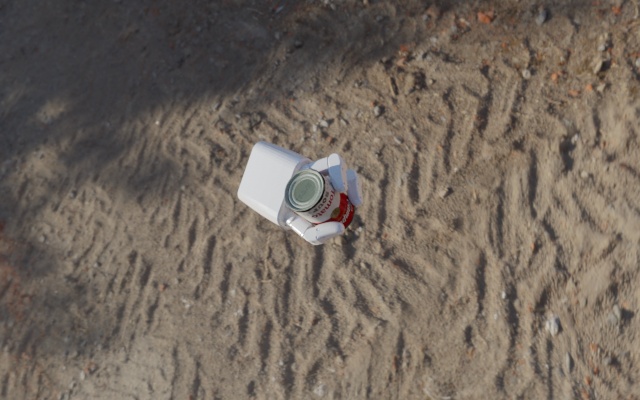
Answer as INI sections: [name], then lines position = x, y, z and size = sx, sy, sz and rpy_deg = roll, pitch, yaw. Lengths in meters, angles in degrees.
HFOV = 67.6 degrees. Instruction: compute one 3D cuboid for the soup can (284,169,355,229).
[soup can]
position = 0.000, 0.003, 0.710
size = 0.068, 0.068, 0.102
rpy_deg = 0, -21, 30
